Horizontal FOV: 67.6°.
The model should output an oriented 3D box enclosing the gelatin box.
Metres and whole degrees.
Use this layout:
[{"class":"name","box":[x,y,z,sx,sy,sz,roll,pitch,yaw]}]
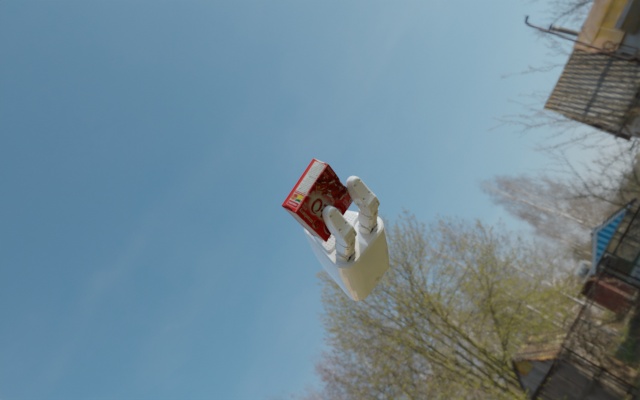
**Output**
[{"class":"gelatin box","box":[0.000,0.002,0.607,0.030,0.073,0.089,24,-15,38]}]
